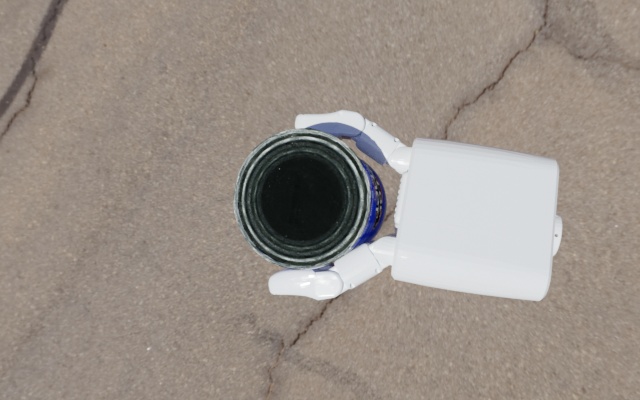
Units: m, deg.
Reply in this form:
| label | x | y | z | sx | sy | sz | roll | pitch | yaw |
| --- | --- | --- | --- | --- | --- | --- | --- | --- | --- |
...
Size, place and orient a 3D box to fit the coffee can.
| label | x | y | z | sx | sy | sz | roll | pitch | yaw |
| --- | --- | --- | --- | --- | --- | --- | --- | --- | --- |
| coffee can | 0.000 | 0.001 | 0.409 | 0.103 | 0.103 | 0.140 | 0 | -2 | 12 |
